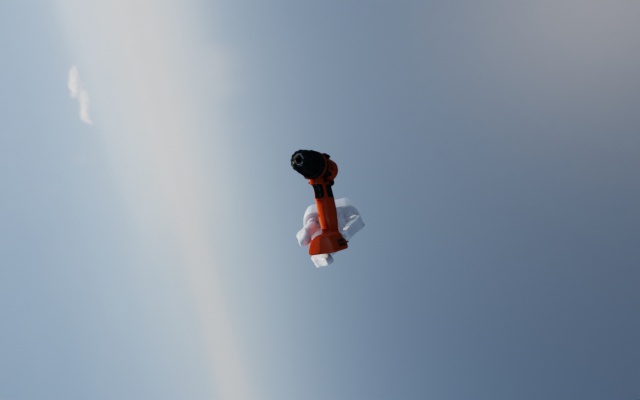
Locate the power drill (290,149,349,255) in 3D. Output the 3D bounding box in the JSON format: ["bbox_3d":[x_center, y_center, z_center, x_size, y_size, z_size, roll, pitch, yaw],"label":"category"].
[{"bbox_3d":[0.000,0.003,0.870,0.057,0.187,0.184,-8,-4,18],"label":"power drill"}]
